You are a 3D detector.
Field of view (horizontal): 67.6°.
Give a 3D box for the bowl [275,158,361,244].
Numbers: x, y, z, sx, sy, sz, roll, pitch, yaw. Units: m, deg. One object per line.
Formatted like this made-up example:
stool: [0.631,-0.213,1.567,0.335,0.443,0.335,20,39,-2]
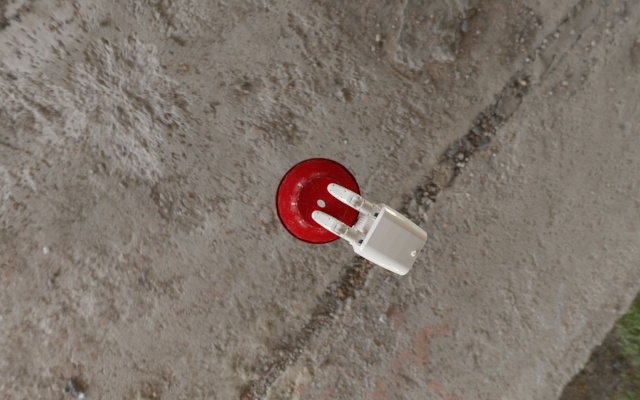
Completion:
bowl: [-0.001,0.002,0.859,0.162,0.162,0.055,0,3,-8]
